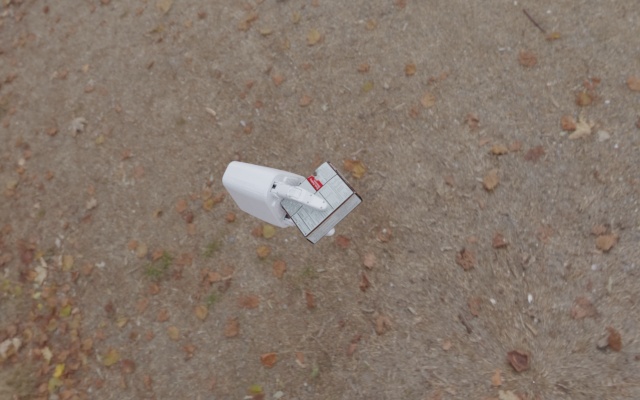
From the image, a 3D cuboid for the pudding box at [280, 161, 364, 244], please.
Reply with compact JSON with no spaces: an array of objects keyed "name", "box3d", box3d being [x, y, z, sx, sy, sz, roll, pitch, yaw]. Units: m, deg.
[{"name":"pudding box","box3d":[0.000,0.002,0.792,0.090,0.113,0.039,51,8,34]}]
